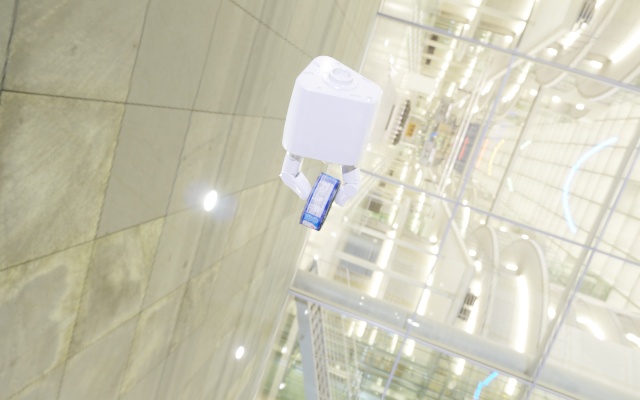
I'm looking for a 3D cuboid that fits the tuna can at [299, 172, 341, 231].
[{"bbox_3d":[0.001,0.003,0.716,0.034,0.086,0.086,23,1,4],"label":"tuna can"}]
